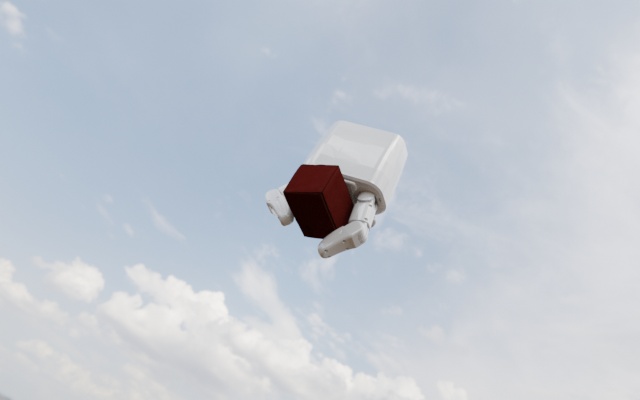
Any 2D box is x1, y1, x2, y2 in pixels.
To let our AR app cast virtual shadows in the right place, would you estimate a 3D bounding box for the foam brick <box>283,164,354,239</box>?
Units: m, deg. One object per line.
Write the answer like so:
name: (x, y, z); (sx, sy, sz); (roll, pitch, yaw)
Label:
foam brick: (0.000, 0.002, 0.561); (0.053, 0.078, 0.051); (5, 46, 29)
